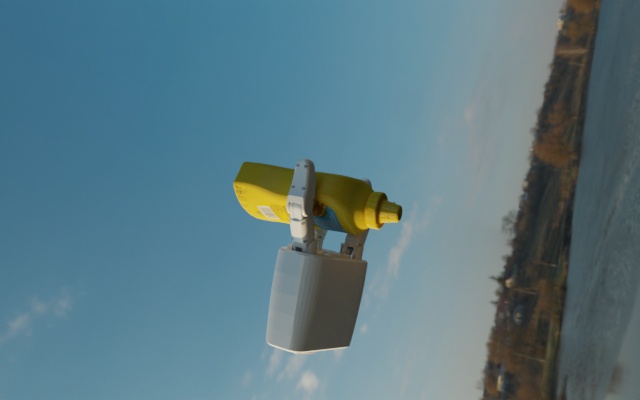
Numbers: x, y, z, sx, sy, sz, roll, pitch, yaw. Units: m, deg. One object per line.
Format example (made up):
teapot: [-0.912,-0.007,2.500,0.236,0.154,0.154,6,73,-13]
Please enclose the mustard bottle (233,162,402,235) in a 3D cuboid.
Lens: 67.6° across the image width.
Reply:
mustard bottle: [0.000,0.001,0.552,0.191,0.058,0.096,9,-27,26]
